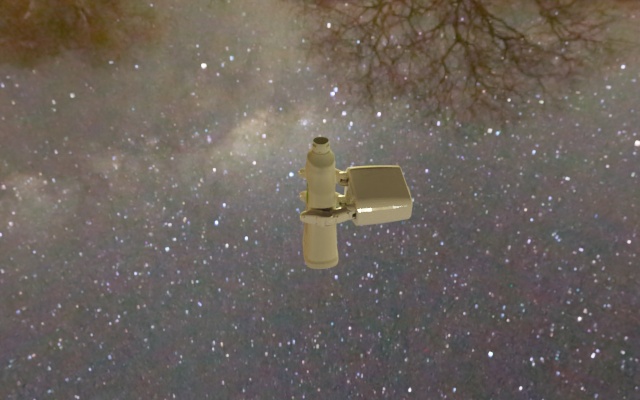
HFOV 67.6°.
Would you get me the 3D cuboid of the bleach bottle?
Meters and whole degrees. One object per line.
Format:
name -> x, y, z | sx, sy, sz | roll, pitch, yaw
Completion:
bleach bottle -> 0.000, 0.003, 0.897 | 0.068, 0.251, 0.102 | -4, 35, -7
